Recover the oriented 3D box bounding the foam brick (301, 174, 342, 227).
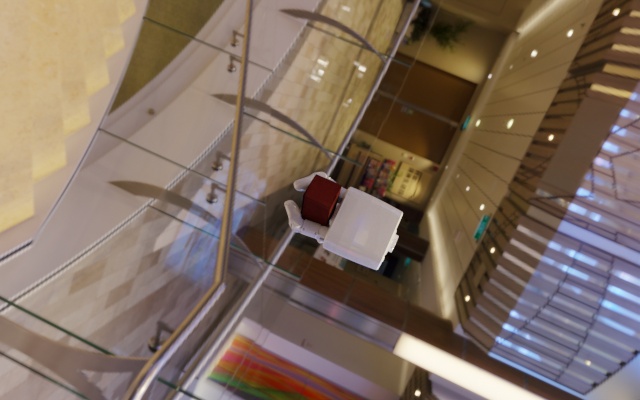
[{"bbox_3d":[0.000,0.003,0.828,0.051,0.053,0.078,24,-30,8],"label":"foam brick"}]
